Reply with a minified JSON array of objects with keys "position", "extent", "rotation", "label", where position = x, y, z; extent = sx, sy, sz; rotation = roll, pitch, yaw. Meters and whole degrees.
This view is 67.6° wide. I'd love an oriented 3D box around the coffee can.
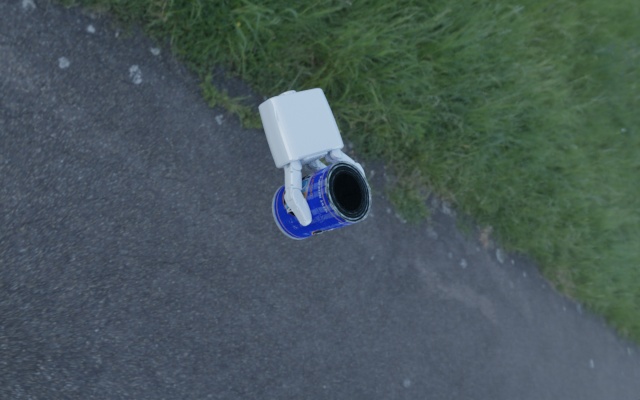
[{"position":[0.000,0.003,0.805],"extent":[0.103,0.103,0.140],"rotation":[0,-14,-43],"label":"coffee can"}]
